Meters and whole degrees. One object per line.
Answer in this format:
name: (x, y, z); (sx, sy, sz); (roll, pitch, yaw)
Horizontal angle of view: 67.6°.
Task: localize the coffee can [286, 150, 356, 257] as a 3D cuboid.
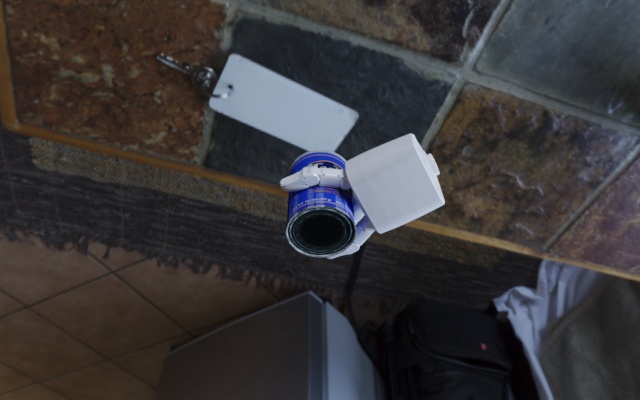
coffee can: (0.000, 0.002, 0.740); (0.103, 0.103, 0.140); (0, 40, -1)
